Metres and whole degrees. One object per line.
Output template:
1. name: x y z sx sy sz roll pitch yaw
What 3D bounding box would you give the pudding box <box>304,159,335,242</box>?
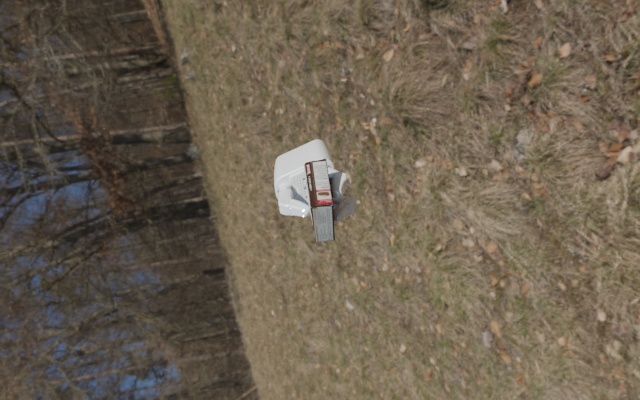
1. pudding box: 0.000 0.003 0.771 0.039 0.090 0.114 -9 -33 0
